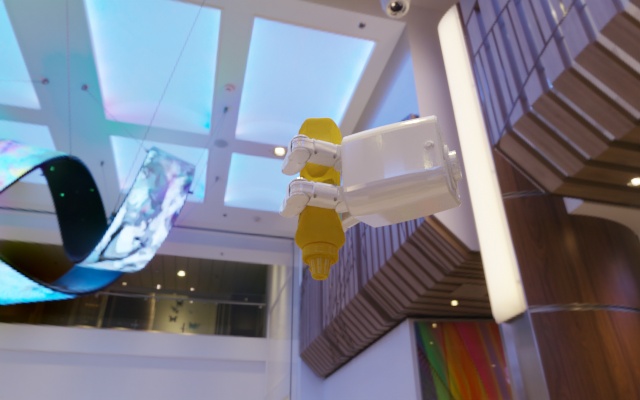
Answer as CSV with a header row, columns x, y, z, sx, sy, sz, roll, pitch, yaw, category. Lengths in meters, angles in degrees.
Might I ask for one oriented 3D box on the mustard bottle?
x,y,z,sx,sy,sz,roll,pitch,yaw,category
0.000,0.002,0.568,0.058,0.191,0.096,0,-31,-1,mustard bottle
